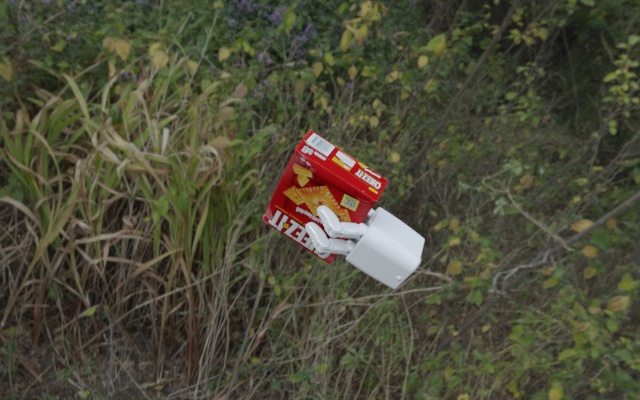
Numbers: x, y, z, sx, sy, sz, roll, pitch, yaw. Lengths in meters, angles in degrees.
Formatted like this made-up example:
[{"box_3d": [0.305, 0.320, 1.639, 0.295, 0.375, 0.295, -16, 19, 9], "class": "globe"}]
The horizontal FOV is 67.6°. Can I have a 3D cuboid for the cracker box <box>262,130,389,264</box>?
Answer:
[{"box_3d": [0.000, 0.003, 0.873, 0.164, 0.214, 0.072, 34, 46, 2], "class": "cracker box"}]
